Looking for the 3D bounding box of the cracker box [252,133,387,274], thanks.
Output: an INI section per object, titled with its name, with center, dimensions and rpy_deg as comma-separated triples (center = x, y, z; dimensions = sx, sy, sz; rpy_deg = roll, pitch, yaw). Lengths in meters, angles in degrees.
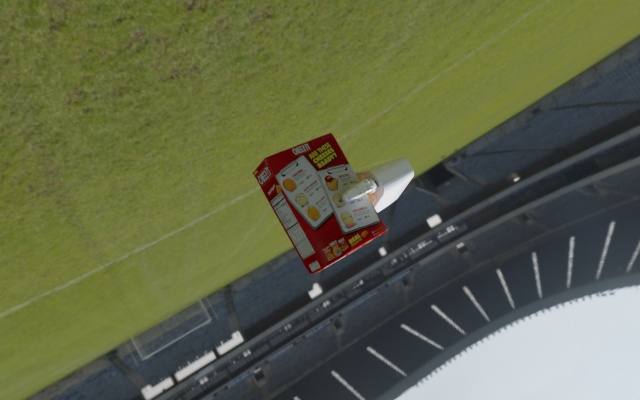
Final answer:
[cracker box]
center = 0.000, 0.003, 0.869
dimensions = 0.164, 0.213, 0.072
rpy_deg = -26, -7, -37
